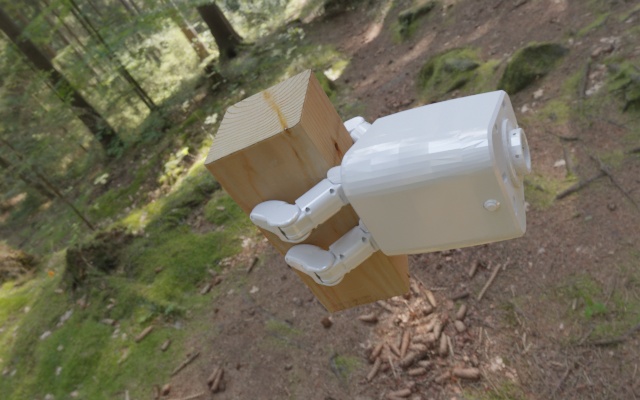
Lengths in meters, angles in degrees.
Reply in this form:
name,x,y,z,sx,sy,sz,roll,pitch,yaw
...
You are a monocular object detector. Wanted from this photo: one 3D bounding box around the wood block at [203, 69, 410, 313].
name,x,y,z,sx,sy,sz,roll,pitch,yaw
wood block,0.000,0.001,0.439,0.090,0.206,0.090,-20,36,22
